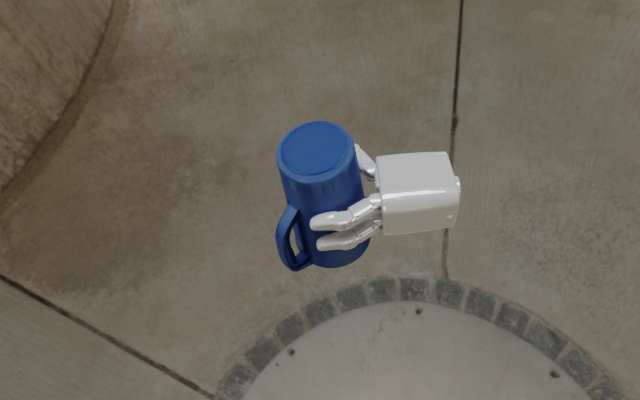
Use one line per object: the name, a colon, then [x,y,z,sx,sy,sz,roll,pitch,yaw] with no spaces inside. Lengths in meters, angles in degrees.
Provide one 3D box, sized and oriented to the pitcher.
pitcher: [0.000,0.002,0.730,0.145,0.149,0.243,-4,-33,6]
